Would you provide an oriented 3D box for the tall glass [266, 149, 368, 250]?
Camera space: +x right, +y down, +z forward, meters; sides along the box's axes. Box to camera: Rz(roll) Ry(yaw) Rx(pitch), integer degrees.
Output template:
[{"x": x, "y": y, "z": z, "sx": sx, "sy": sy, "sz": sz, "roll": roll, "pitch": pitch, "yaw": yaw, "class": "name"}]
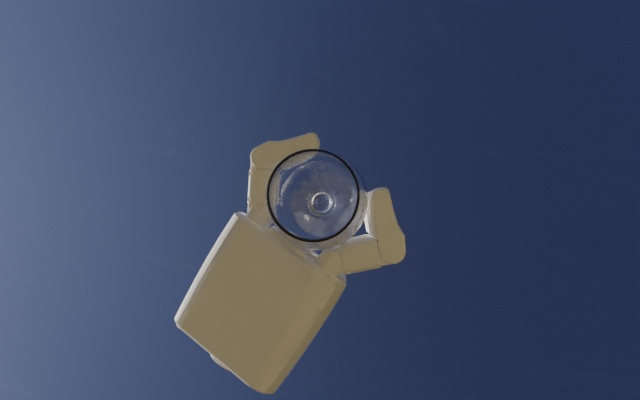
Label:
[{"x": 0.000, "y": 0.001, "z": 0.411, "sx": 0.079, "sy": 0.079, "sz": 0.201, "roll": 0, "pitch": -3, "yaw": 3, "class": "tall glass"}]
